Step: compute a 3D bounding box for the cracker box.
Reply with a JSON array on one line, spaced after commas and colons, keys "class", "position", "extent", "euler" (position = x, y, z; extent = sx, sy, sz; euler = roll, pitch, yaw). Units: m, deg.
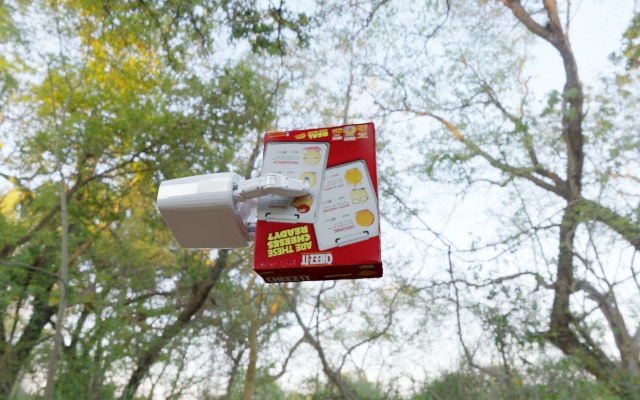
[{"class": "cracker box", "position": [0.000, 0.002, 0.662], "extent": [0.164, 0.213, 0.072], "euler": [-4, -28, 10]}]
